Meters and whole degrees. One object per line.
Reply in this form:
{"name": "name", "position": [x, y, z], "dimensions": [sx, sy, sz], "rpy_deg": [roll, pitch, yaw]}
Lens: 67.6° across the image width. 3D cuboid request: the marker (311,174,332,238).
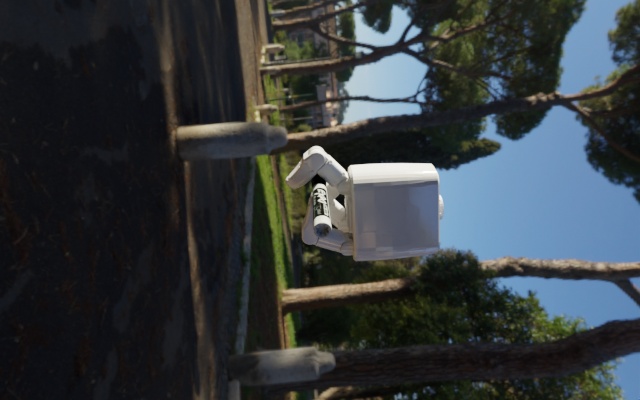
{"name": "marker", "position": [0.000, 0.002, 0.534], "dimensions": [0.020, 0.020, 0.121], "rpy_deg": [0, 28, -2]}
